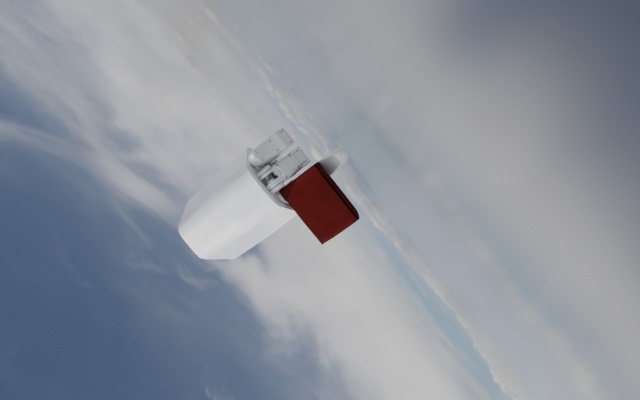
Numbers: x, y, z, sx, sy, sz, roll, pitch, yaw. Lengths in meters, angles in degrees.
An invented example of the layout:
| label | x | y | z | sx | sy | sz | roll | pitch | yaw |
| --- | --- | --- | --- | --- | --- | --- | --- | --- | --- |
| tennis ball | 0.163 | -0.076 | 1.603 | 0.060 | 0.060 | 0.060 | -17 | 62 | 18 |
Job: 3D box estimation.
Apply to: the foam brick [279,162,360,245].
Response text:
| label | x | y | z | sx | sy | sz | roll | pitch | yaw |
| --- | --- | --- | --- | --- | --- | --- | --- | --- | --- |
| foam brick | 0.000 | 0.002 | 0.540 | 0.051 | 0.078 | 0.053 | -38 | 4 | 7 |
